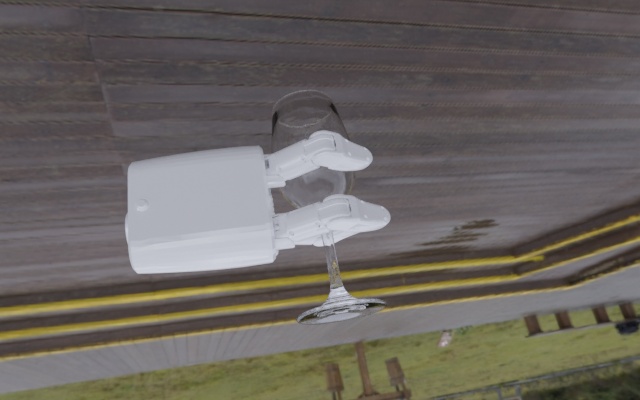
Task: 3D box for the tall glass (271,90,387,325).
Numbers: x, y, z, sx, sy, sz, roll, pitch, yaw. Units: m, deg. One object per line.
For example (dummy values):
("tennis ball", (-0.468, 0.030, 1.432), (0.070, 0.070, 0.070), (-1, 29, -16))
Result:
("tall glass", (0.000, 0.002, 0.423), (0.079, 0.201, 0.079), (-9, -23, -4))
